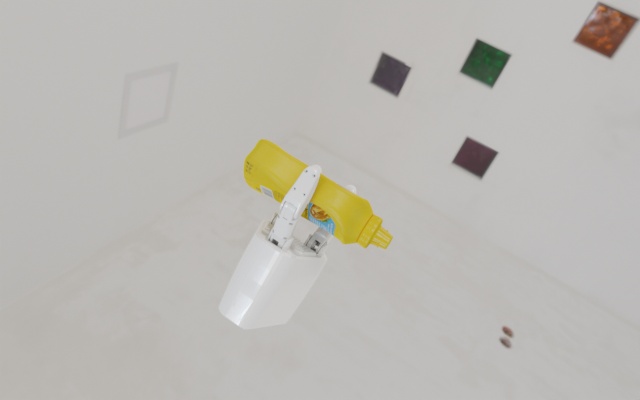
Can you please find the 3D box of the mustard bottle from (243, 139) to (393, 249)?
[{"bbox_3d":[0.000,0.001,0.575,0.191,0.058,0.096,32,-17,12],"label":"mustard bottle"}]
